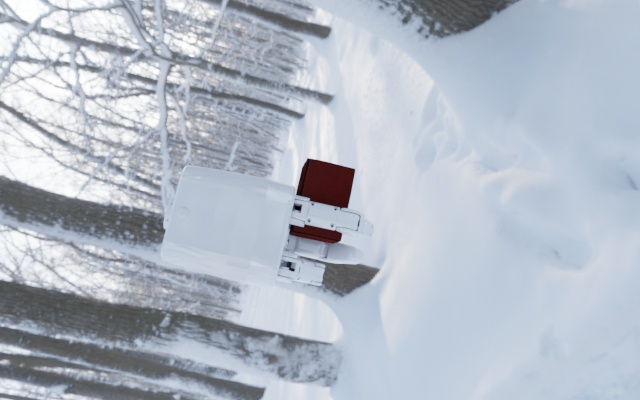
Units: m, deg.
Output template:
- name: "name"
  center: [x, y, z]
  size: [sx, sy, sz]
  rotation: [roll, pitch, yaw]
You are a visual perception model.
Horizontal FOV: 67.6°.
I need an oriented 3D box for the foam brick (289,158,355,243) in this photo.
- name: "foam brick"
  center: [0.000, 0.001, 0.494]
  size: [0.051, 0.078, 0.053]
  rotation: [13, -9, -6]
